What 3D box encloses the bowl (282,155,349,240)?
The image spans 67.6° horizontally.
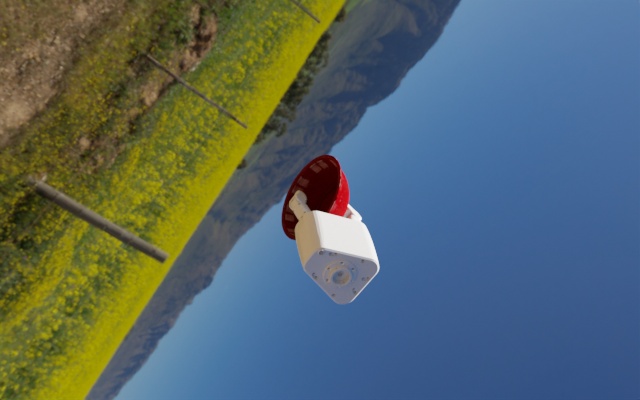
[{"bbox_3d":[0.000,0.002,0.844,0.055,0.162,0.162,27,-15,-32],"label":"bowl"}]
